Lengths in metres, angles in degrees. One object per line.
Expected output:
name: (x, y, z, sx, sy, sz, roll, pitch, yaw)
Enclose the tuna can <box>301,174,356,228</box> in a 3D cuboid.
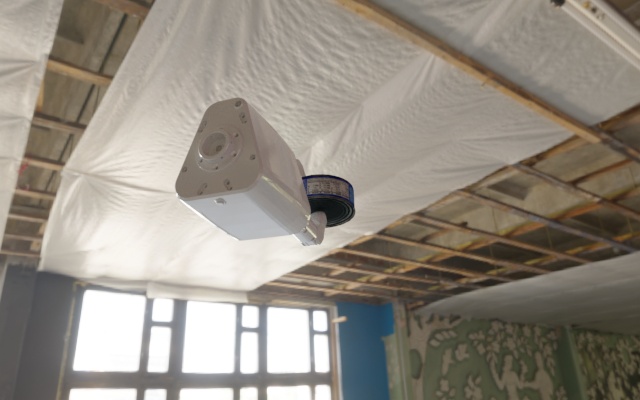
tuna can: (0.000, 0.001, 0.595, 0.086, 0.033, 0.086, -1, -28, 0)
